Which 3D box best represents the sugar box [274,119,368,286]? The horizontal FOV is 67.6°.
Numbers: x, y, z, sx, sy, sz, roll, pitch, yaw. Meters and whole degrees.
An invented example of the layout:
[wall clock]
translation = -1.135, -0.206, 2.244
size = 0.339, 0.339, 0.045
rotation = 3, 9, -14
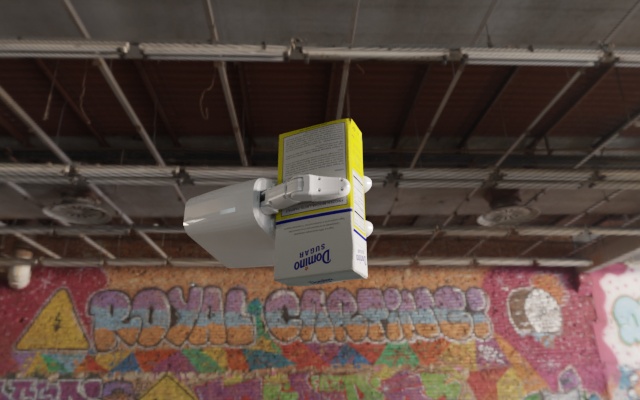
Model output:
[sugar box]
translation = 0.000, 0.002, 0.525
size = 0.093, 0.176, 0.048
rotation = -10, -23, 24
